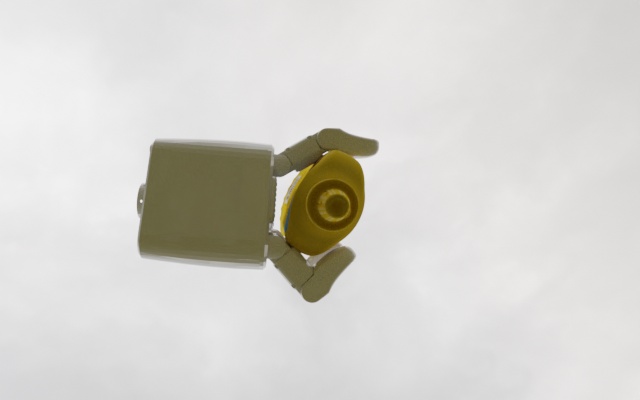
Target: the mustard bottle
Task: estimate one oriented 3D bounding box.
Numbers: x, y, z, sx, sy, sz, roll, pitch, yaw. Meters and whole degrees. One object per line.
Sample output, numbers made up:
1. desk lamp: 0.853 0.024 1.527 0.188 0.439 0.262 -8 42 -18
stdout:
1. mustard bottle: 0.000 0.002 0.439 0.058 0.096 0.191 29 -2 -6
